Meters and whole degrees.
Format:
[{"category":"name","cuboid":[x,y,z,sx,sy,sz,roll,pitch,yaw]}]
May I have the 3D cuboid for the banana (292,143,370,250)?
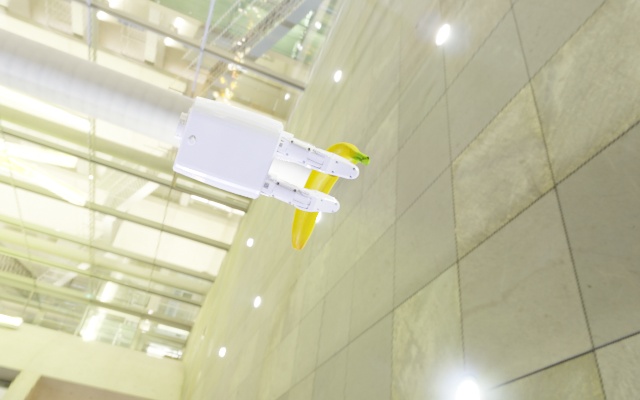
[{"category":"banana","cuboid":[0.001,-0.014,0.646,0.037,0.069,0.198,16,-46,-20]}]
